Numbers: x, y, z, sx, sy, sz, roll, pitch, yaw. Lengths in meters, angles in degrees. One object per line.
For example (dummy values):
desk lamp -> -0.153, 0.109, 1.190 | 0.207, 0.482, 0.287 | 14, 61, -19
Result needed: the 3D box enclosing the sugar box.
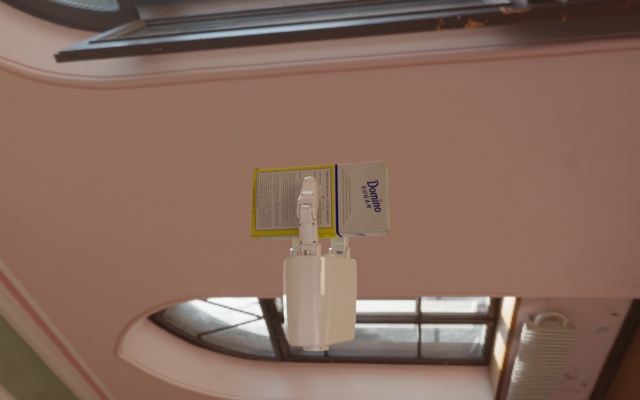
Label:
sugar box -> 0.000, 0.002, 0.622 | 0.176, 0.093, 0.048 | -2, -12, 9
